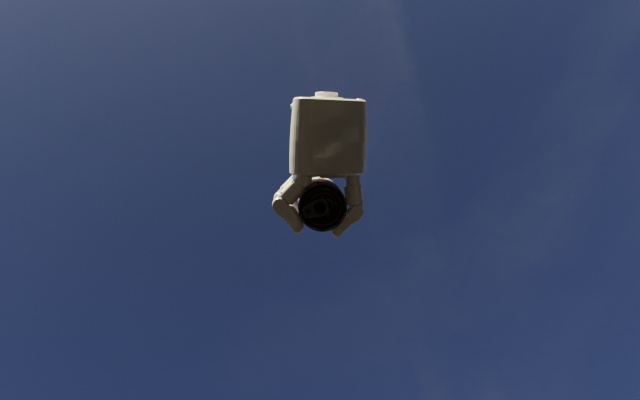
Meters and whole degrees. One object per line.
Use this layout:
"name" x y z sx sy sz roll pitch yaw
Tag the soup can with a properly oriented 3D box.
"soup can" 0.000 0.003 0.705 0.068 0.068 0.102 0 9 -3
